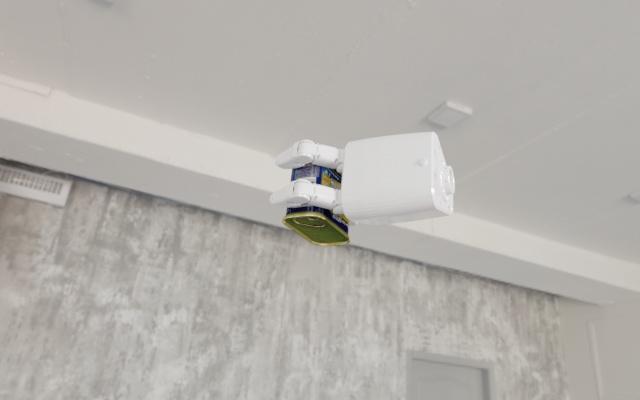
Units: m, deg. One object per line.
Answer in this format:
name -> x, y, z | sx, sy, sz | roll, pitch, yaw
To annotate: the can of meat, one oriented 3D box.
can of meat -> 0.000, 0.002, 0.611 | 0.057, 0.084, 0.102 | -7, -27, 28
